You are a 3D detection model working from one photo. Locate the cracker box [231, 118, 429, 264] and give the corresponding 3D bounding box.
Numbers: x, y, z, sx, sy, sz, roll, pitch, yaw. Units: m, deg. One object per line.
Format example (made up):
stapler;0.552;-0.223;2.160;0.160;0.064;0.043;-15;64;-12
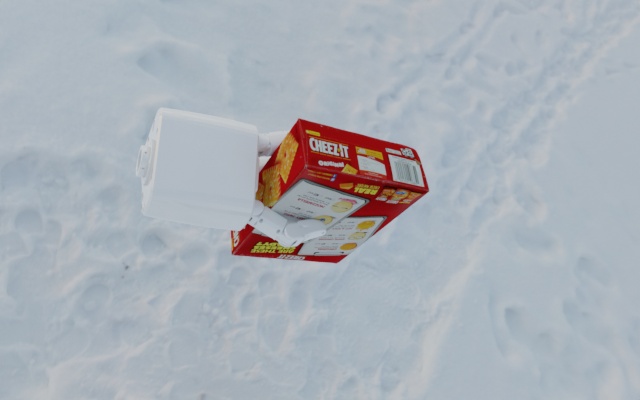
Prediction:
cracker box;0.000;0.002;0.594;0.164;0.072;0.214;9;-34;-28
